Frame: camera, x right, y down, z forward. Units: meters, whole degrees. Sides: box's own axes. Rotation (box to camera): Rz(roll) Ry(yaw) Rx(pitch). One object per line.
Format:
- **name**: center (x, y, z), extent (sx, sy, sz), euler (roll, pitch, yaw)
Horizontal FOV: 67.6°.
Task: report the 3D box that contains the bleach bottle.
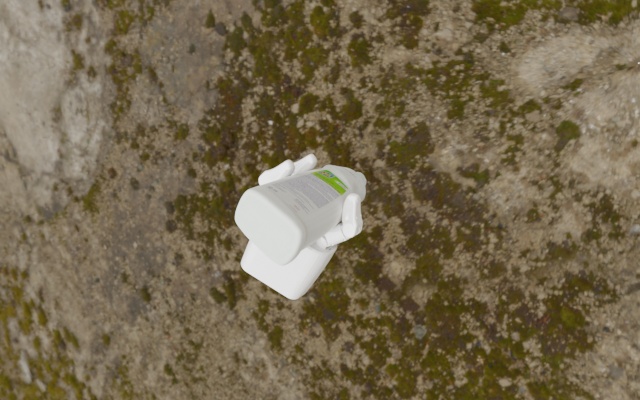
- **bleach bottle**: center (0.000, 0.002, 0.668), extent (0.102, 0.068, 0.251), euler (41, 32, 18)
